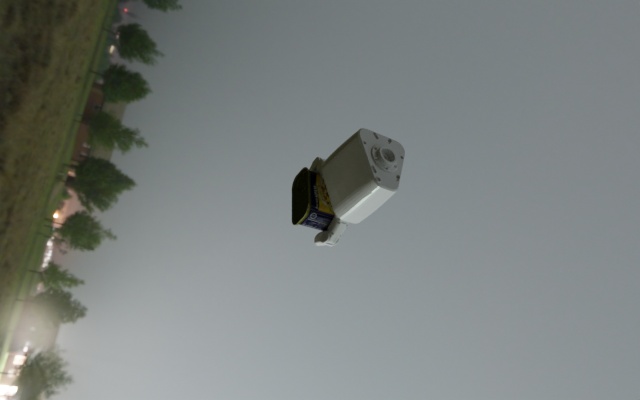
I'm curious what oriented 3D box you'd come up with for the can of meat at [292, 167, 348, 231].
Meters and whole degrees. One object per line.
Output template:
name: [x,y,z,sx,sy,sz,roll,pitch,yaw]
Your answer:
can of meat: [0.000,0.003,0.822,0.084,0.102,0.057,17,-40,-26]
